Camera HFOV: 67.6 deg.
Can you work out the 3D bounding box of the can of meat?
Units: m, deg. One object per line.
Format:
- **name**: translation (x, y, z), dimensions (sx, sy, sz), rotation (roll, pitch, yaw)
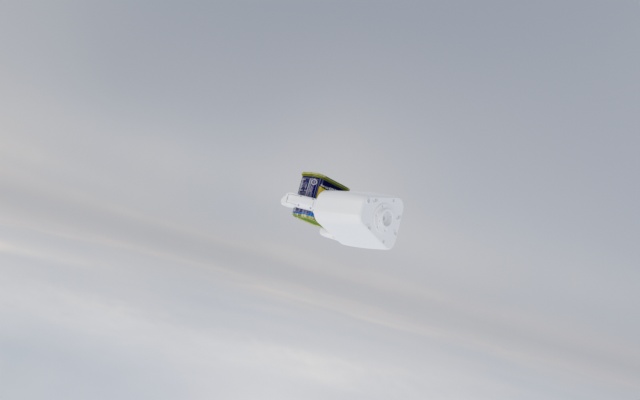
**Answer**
- **can of meat**: translation (0.000, 0.003, 0.890), dimensions (0.057, 0.084, 0.102), rotation (6, -13, 44)
